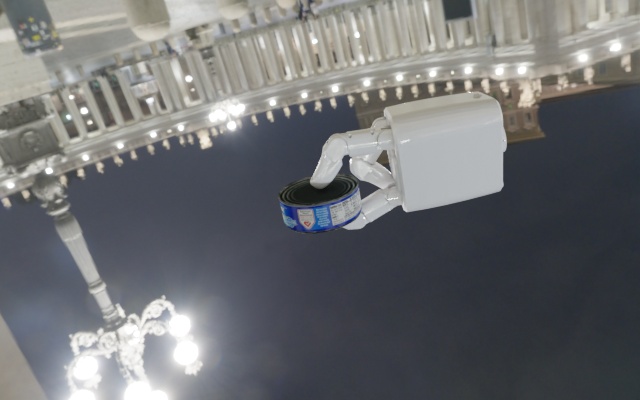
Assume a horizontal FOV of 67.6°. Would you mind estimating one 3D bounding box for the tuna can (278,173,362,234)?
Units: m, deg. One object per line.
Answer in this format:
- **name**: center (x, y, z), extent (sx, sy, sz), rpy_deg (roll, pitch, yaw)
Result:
- **tuna can**: center (0.000, 0.002, 0.506), extent (0.086, 0.034, 0.086), rpy_deg (-9, 22, 4)
